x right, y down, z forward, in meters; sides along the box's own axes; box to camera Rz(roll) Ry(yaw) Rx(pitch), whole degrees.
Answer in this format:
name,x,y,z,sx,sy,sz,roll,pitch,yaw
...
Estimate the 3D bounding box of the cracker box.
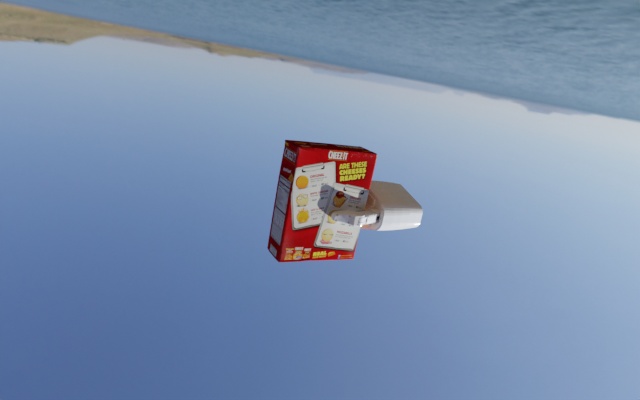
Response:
name,x,y,z,sx,sy,sz,roll,pitch,yaw
cracker box,0.000,0.003,0.882,0.164,0.214,0.072,1,18,-30
